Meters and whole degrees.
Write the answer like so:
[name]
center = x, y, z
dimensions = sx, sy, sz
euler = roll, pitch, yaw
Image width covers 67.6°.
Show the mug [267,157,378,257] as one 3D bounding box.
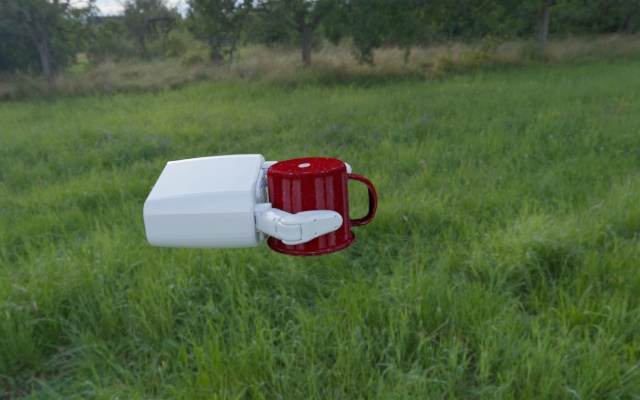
[mug]
center = 0.002, 0.001, 0.490
dimensions = 0.117, 0.081, 0.093
euler = -3, 16, 1
